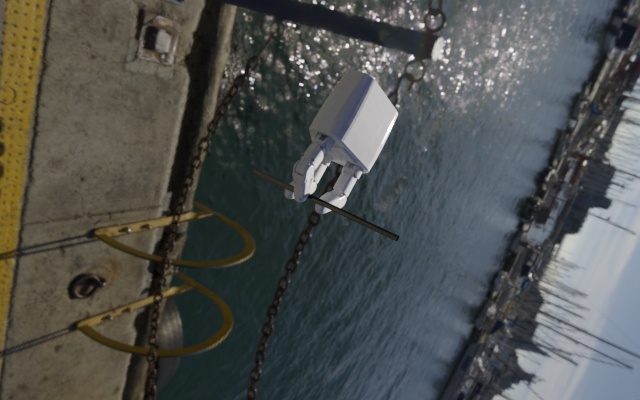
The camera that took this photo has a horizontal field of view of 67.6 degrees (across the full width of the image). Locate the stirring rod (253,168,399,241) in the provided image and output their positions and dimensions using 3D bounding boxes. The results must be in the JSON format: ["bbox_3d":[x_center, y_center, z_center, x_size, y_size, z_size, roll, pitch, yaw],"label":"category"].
[{"bbox_3d":[0.000,0.002,0.658,0.239,0.011,0.011,25,12,26],"label":"stirring rod"}]
